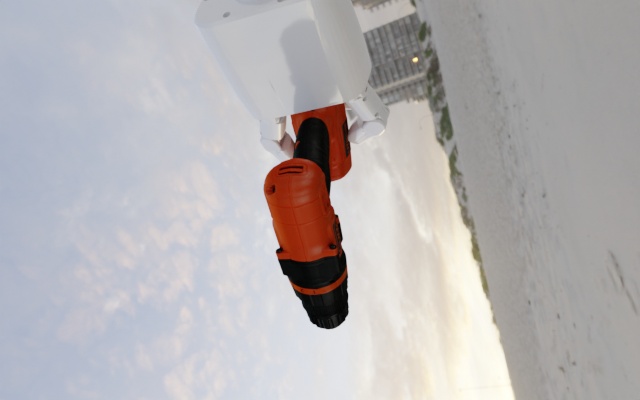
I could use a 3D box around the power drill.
[{"bbox_3d":[0.000,0.001,0.445,0.057,0.185,0.187,-4,42,7],"label":"power drill"}]
